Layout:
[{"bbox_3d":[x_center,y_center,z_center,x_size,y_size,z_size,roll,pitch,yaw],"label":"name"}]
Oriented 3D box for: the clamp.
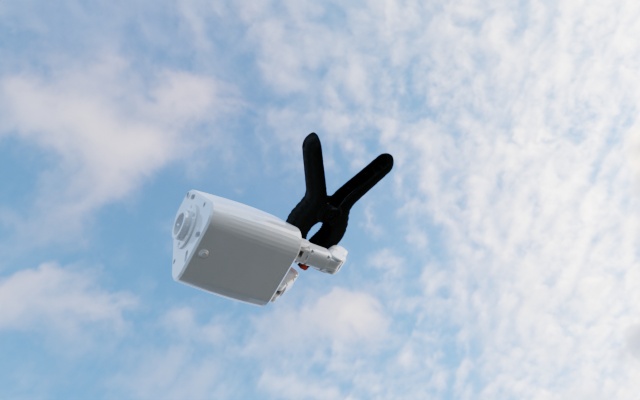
[{"bbox_3d":[0.000,0.002,0.550,0.120,0.171,0.039,23,16,-31],"label":"clamp"}]
